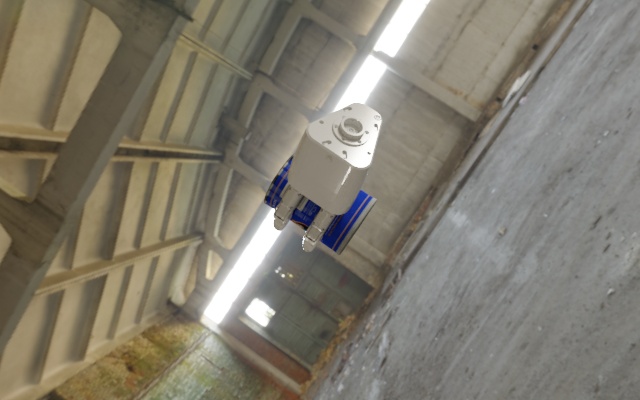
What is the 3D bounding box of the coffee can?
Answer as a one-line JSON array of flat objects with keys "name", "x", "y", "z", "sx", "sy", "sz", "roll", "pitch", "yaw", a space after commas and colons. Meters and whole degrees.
[{"name": "coffee can", "x": 0.000, "y": 0.003, "z": 0.731, "sx": 0.140, "sy": 0.103, "sz": 0.103, "roll": 34, "pitch": 4, "yaw": 7}]
